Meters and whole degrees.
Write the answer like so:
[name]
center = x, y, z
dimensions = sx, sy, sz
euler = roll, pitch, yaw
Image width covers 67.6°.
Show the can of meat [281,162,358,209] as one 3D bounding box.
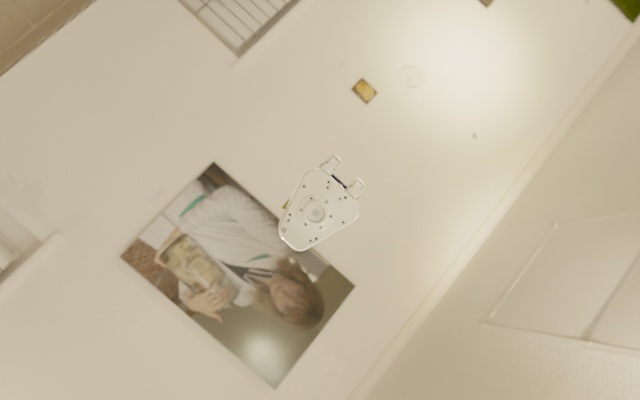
[can of meat]
center = 0.000, 0.003, 0.790
dimensions = 0.084, 0.102, 0.057
euler = 43, -3, -2
